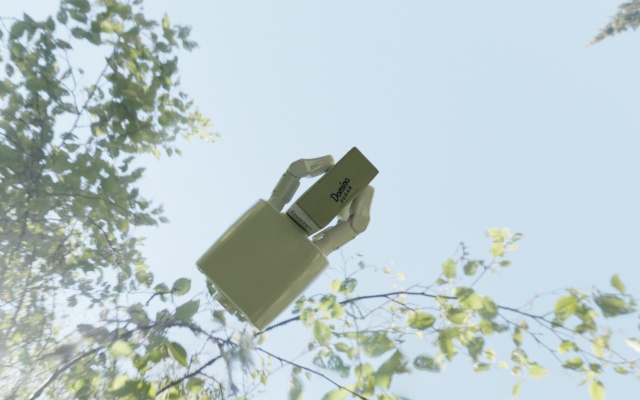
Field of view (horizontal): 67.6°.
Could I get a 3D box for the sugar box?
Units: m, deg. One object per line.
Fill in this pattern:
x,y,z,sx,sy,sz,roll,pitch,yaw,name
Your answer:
0.000,0.002,0.572,0.093,0.048,0.176,-45,4,-16,sugar box
